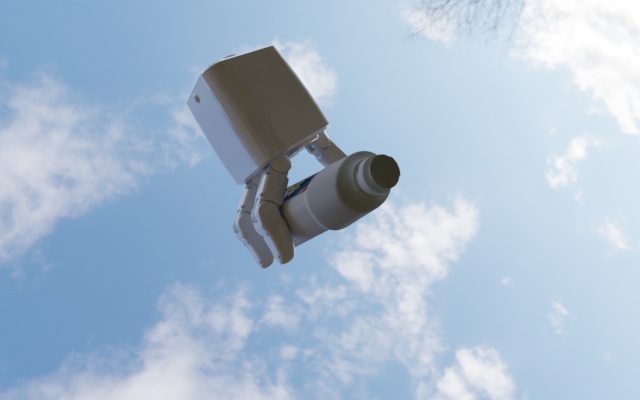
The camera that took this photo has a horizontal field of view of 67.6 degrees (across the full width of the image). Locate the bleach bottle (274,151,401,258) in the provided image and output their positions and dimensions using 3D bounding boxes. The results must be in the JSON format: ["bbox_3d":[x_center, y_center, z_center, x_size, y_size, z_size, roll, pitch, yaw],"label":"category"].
[{"bbox_3d":[0.000,0.002,0.480,0.102,0.068,0.251,-38,5,-30],"label":"bleach bottle"}]
